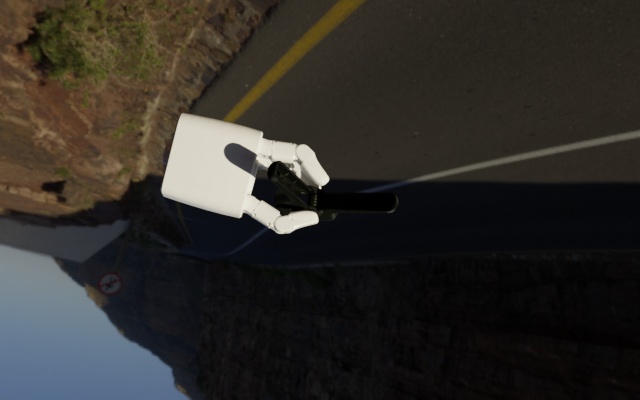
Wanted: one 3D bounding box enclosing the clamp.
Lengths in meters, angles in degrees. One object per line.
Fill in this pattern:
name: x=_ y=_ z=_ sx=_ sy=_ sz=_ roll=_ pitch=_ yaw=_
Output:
clamp: x=0.000 y=0.003 z=0.647 sx=0.164 sy=0.036 sz=0.210 roll=14 pitch=-14 yaw=-9
